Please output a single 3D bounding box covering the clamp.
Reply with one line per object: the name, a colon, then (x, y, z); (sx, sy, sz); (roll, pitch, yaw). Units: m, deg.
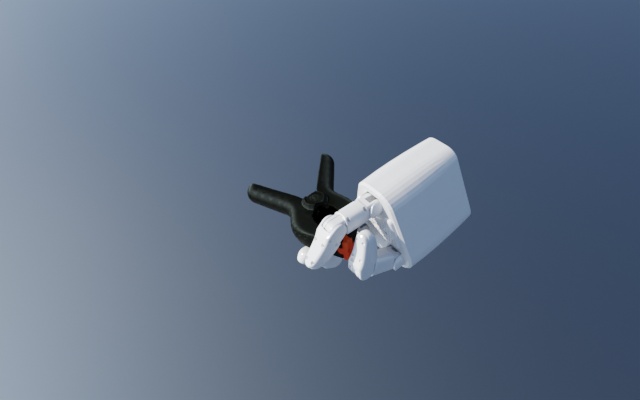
clamp: (0.000, 0.002, 0.575); (0.120, 0.039, 0.171); (-35, 49, -16)
